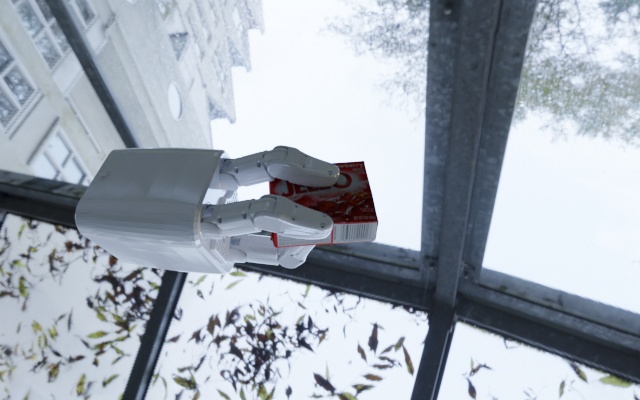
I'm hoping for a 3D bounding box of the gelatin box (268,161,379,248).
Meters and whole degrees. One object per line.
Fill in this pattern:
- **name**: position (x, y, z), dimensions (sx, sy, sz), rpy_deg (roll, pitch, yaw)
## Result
- **gelatin box**: position (0.000, 0.002, 0.414), dimensions (0.089, 0.073, 0.030), rpy_deg (-3, -43, -5)
